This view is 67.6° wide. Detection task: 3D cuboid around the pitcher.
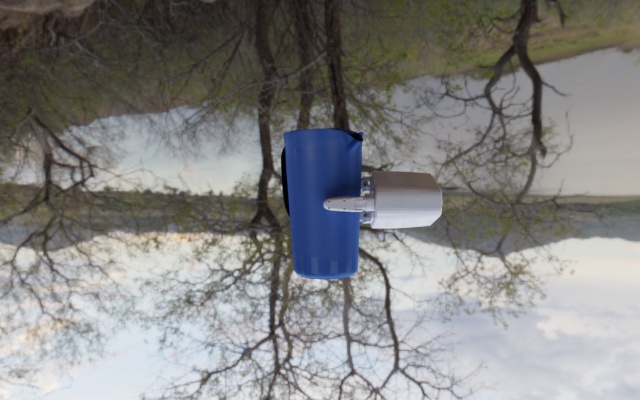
[{"bbox_3d":[0.000,0.003,0.803,0.145,0.243,0.149,-1,2,1],"label":"pitcher"}]
